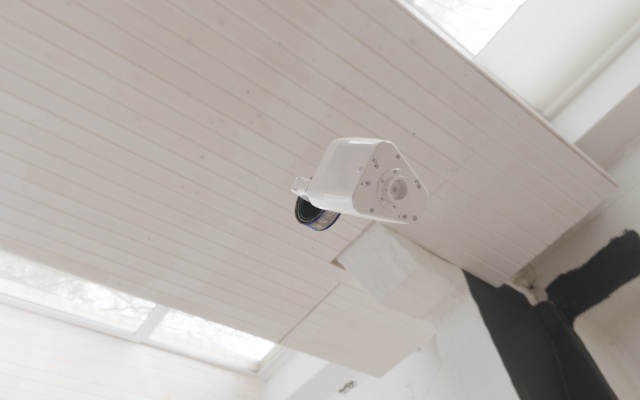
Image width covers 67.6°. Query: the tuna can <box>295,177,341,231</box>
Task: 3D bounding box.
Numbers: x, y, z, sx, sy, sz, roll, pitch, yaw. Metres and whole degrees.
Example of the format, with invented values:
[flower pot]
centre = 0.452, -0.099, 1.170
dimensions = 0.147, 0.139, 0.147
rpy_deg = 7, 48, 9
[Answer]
[tuna can]
centre = 0.001, 0.003, 0.726
dimensions = 0.034, 0.086, 0.086
rpy_deg = 28, -16, -31
